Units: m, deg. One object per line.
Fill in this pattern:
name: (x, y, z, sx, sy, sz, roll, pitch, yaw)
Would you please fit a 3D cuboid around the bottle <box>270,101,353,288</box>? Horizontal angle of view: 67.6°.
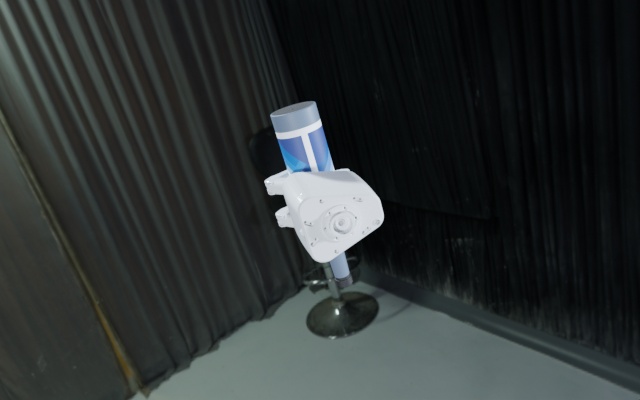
bottle: (0.000, 0.002, 0.725, 0.069, 0.296, 0.069, -14, 21, 6)
